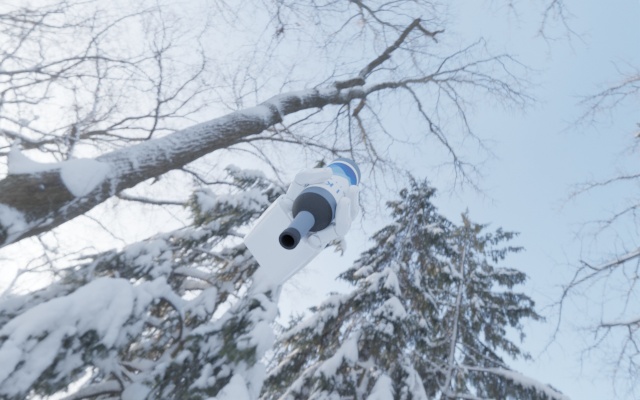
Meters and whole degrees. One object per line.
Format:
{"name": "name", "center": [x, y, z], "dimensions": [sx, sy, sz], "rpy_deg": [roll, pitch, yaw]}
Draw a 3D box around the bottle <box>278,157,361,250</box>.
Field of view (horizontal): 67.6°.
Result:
{"name": "bottle", "center": [0.000, 0.002, 0.764], "dimensions": [0.069, 0.069, 0.295], "rpy_deg": [0, 20, 18]}
